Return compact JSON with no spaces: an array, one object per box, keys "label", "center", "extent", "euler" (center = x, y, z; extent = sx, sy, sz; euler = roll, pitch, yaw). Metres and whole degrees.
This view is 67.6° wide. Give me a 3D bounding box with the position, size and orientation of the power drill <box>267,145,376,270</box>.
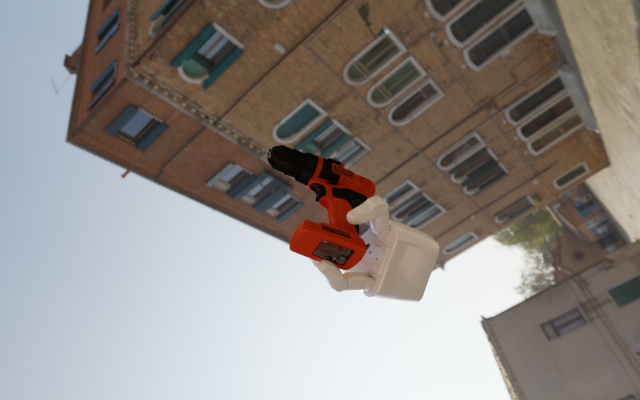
[{"label":"power drill","center":[0.000,0.003,0.709],"extent":[0.184,0.187,0.057],"euler":[20,-50,-14]}]
